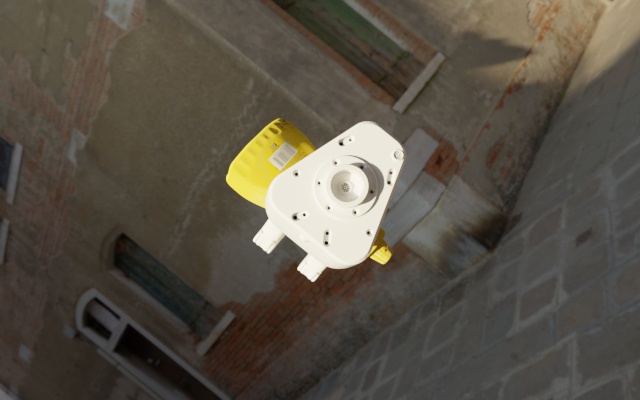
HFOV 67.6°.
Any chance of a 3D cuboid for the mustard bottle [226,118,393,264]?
[{"bbox_3d":[0.000,0.002,0.518,0.191,0.096,0.058,39,-33,0],"label":"mustard bottle"}]
